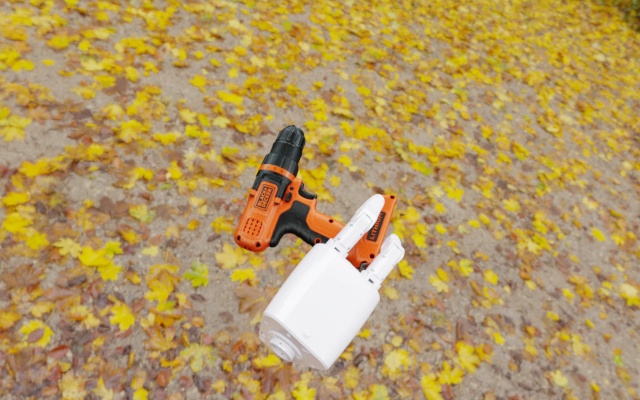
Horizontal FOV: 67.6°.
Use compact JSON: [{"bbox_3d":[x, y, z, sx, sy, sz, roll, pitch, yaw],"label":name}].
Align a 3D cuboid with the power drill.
[{"bbox_3d":[0.000,0.002,0.630,0.187,0.184,0.057,18,-17,6],"label":"power drill"}]
